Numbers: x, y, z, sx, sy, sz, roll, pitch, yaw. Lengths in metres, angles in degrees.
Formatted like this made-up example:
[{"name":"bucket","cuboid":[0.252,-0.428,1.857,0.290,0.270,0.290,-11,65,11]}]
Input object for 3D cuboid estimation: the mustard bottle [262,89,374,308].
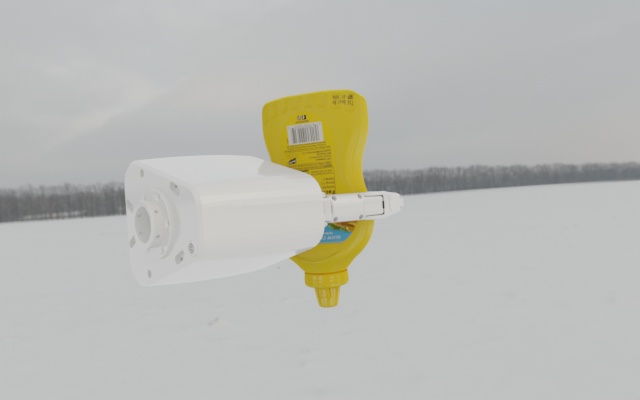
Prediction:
[{"name":"mustard bottle","cuboid":[0.000,0.001,0.437,0.096,0.191,0.058,-4,1,20]}]
